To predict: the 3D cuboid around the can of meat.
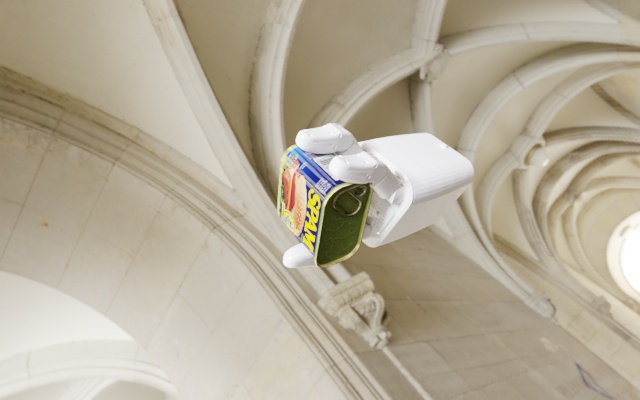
[{"bbox_3d":[0.000,0.001,0.482,0.057,0.102,0.084,-18,45,-30],"label":"can of meat"}]
